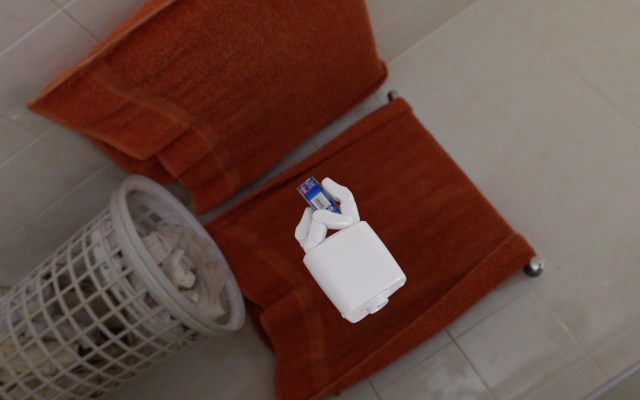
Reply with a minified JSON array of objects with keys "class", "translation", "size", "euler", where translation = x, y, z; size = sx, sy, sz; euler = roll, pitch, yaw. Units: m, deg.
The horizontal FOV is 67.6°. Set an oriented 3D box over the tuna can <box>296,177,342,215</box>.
[{"class":"tuna can","translation":[0.001,0.002,0.786],"size":[0.034,0.086,0.086],"euler":[-40,0,0]}]
